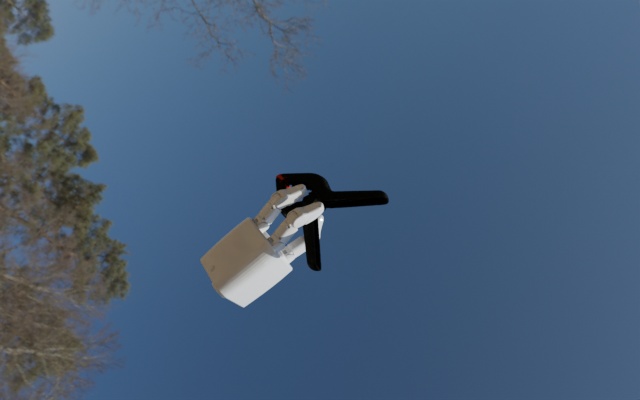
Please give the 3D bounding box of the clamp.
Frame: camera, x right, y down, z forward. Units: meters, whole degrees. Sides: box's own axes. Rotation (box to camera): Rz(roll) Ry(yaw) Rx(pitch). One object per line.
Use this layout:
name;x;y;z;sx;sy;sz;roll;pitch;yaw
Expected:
clamp;0.000;0.003;0.789;0.210;0.164;0.036;45;-10;43
